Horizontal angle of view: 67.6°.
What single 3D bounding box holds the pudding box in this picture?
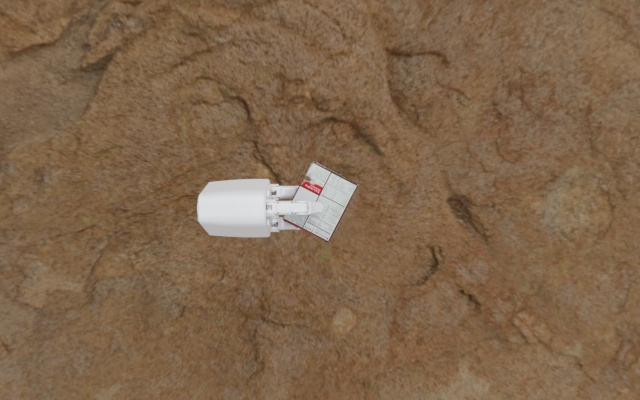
[{"bbox_3d":[0.000,0.003,0.808,0.090,0.113,0.039,28,0,0],"label":"pudding box"}]
